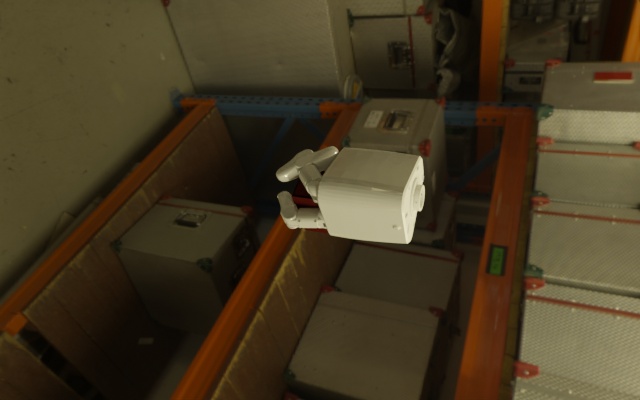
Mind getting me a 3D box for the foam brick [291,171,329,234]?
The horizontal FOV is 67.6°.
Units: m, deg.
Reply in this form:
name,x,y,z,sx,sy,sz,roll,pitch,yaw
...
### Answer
name,x,y,z,sx,sy,sz,roll,pitch,yaw
foam brick,0.000,0.002,0.664,0.051,0.053,0.078,7,-37,21
